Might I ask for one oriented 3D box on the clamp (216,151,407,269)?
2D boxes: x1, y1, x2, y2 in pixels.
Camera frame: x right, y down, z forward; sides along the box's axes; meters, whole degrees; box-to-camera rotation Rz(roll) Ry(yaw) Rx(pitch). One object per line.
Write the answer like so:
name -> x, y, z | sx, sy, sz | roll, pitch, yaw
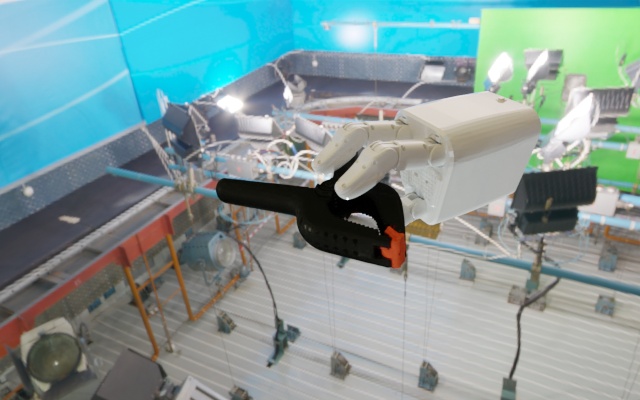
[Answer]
clamp -> 0.001, 0.002, 0.441 | 0.164, 0.036, 0.210 | -19, 33, -15
